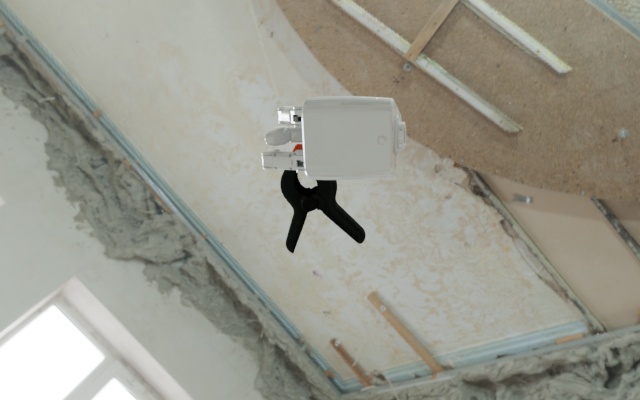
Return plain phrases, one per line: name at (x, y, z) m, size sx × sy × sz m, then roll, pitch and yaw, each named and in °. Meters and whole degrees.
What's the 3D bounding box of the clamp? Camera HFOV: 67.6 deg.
clamp at (0.000, 0.002, 0.676) m, size 0.120 × 0.172 × 0.039 m, roll -5°, pitch 32°, yaw 4°
